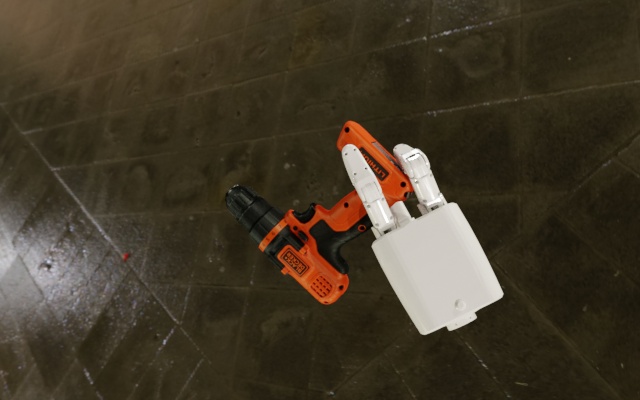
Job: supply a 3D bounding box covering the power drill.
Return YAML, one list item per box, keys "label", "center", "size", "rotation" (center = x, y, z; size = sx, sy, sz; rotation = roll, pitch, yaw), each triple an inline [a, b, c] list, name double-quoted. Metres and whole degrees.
- label: "power drill"
  center: [0.001, 0.002, 0.553]
  size: [0.184, 0.188, 0.057]
  rotation: [43, 19, 3]
